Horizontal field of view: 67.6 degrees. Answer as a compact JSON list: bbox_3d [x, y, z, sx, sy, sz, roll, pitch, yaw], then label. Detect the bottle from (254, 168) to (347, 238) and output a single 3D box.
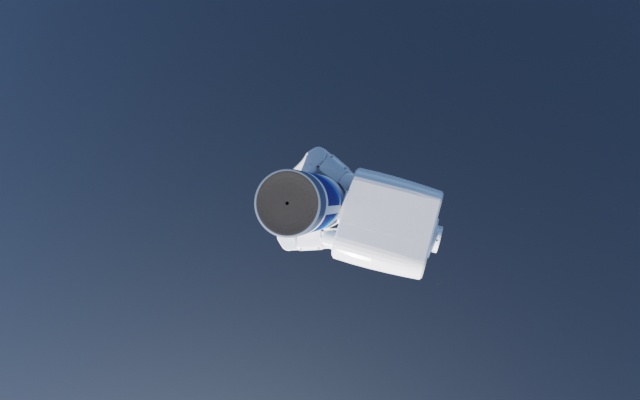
[{"bbox_3d":[0.000,0.002,0.597,0.069,0.069,0.296,0,0,13],"label":"bottle"}]
